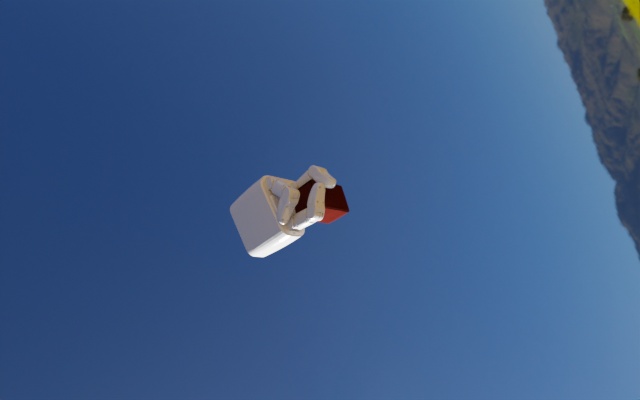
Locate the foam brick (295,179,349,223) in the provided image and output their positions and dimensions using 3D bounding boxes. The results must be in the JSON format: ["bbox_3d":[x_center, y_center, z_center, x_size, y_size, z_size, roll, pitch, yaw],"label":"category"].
[{"bbox_3d":[0.000,0.003,0.817,0.078,0.053,0.051,11,-35,-43],"label":"foam brick"}]
